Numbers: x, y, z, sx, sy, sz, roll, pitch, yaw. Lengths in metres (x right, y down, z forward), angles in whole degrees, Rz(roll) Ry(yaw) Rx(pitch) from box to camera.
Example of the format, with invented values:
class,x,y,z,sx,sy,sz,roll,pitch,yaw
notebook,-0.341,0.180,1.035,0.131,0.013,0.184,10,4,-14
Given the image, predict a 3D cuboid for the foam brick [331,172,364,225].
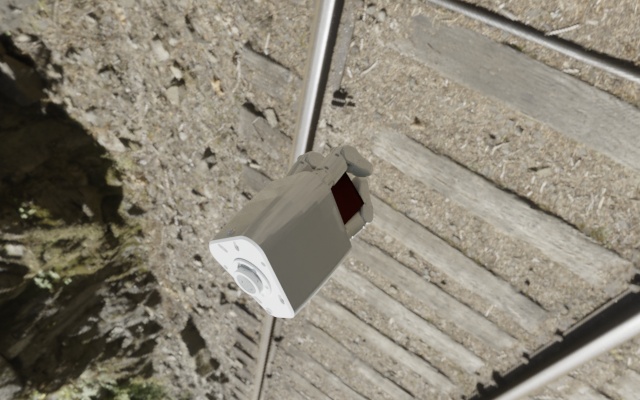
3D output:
class,x,y,z,sx,sy,sz,roll,pitch,yaw
foam brick,0.000,0.002,0.558,0.078,0.053,0.051,-13,25,50
